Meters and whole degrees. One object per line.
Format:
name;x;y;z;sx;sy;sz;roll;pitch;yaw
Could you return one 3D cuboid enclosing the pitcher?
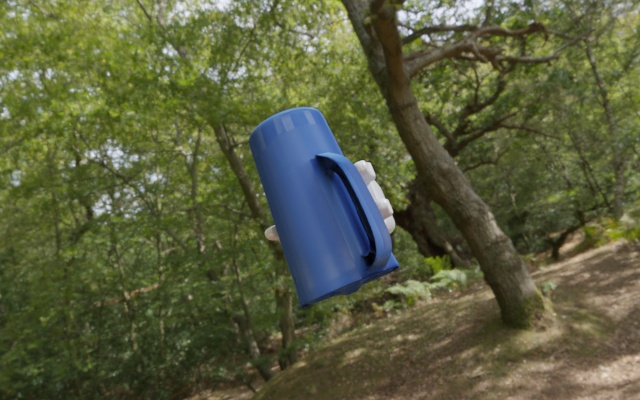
pitcher;0.000;0.002;0.614;0.149;0.242;0.145;-26;-13;15
